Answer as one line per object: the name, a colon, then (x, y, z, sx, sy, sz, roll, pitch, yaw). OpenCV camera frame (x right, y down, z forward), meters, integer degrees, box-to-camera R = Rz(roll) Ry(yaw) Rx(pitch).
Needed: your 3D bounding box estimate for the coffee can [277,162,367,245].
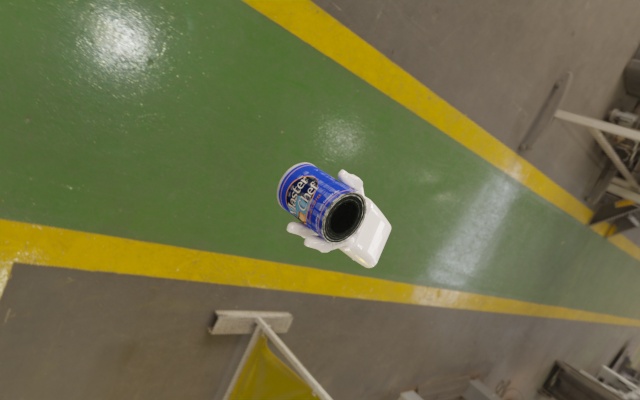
coffee can: (0.000, 0.003, 0.877, 0.103, 0.103, 0.140, 0, 25, -42)
